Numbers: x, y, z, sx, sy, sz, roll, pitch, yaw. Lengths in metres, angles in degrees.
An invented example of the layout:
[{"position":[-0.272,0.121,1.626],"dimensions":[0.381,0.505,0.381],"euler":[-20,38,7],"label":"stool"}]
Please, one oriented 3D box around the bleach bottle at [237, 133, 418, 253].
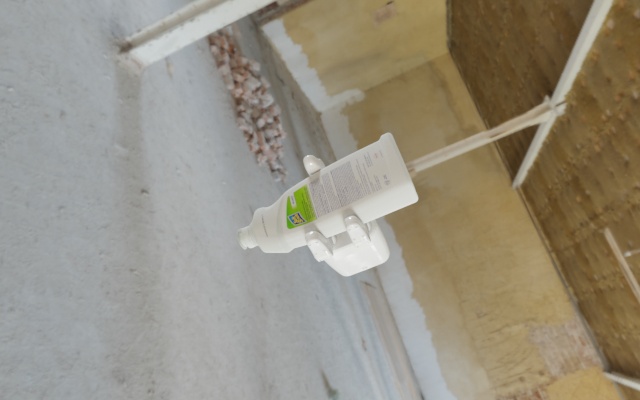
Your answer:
[{"position":[0.000,0.002,0.662],"dimensions":[0.251,0.102,0.068],"euler":[-22,-34,10],"label":"bleach bottle"}]
